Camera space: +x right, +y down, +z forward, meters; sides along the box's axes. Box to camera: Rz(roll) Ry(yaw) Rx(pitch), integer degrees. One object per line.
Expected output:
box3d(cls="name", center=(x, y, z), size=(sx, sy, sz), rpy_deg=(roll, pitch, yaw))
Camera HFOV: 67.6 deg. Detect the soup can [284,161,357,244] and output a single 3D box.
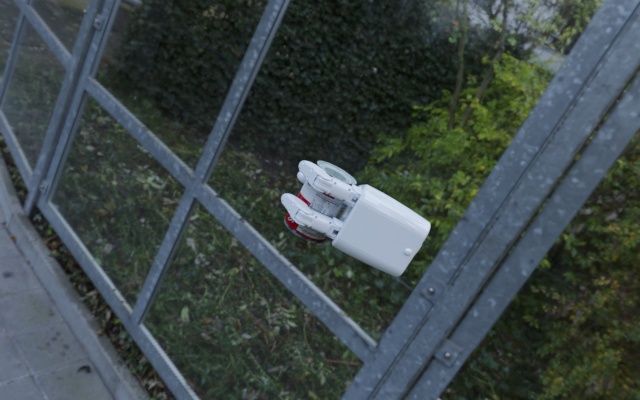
box3d(cls="soup can", center=(0.000, 0.002, 0.695), size=(0.068, 0.102, 0.068), rpy_deg=(27, 17, -9))
